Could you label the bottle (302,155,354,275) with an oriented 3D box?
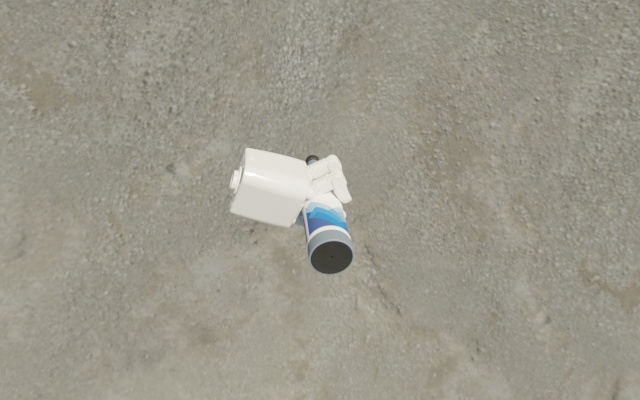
[{"bbox_3d":[0.000,0.003,0.810,0.069,0.069,0.295,0,33,-8],"label":"bottle"}]
